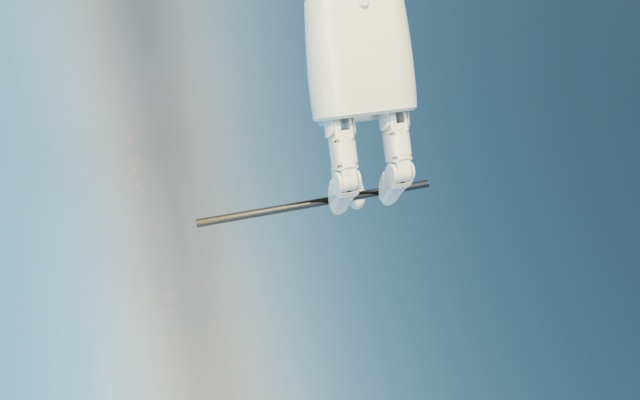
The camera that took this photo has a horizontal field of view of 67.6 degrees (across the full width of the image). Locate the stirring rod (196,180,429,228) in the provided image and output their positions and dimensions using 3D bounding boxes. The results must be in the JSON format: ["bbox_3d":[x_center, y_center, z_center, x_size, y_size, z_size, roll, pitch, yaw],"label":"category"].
[{"bbox_3d":[0.000,0.001,0.472,0.239,0.011,0.011,-10,3,-17],"label":"stirring rod"}]
